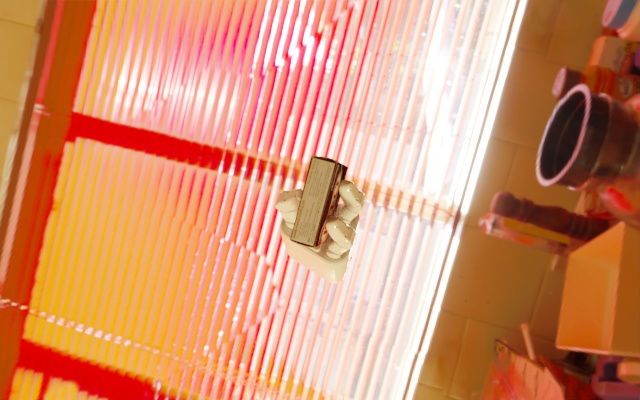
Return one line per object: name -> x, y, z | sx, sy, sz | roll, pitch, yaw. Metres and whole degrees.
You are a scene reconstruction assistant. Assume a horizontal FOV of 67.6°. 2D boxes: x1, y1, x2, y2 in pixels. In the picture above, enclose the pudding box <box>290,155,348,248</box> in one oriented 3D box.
pudding box -> 0.000, 0.002, 0.623 | 0.039, 0.113, 0.090 | 13, 2, 10
